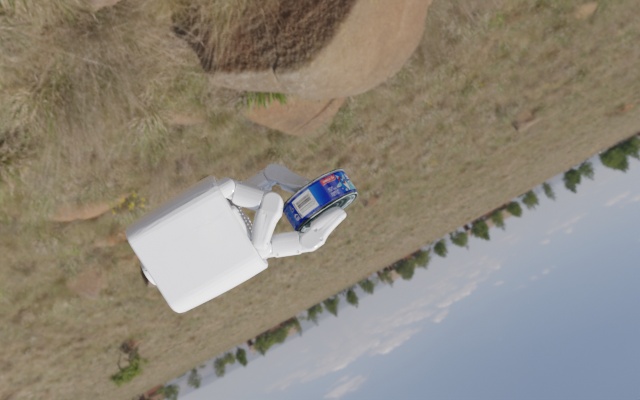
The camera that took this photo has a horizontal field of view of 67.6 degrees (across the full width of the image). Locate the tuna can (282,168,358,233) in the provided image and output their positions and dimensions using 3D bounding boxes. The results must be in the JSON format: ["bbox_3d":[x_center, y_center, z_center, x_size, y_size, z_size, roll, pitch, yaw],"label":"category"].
[{"bbox_3d":[0.000,0.002,0.548,0.086,0.033,0.086,-32,-12,-7],"label":"tuna can"}]
